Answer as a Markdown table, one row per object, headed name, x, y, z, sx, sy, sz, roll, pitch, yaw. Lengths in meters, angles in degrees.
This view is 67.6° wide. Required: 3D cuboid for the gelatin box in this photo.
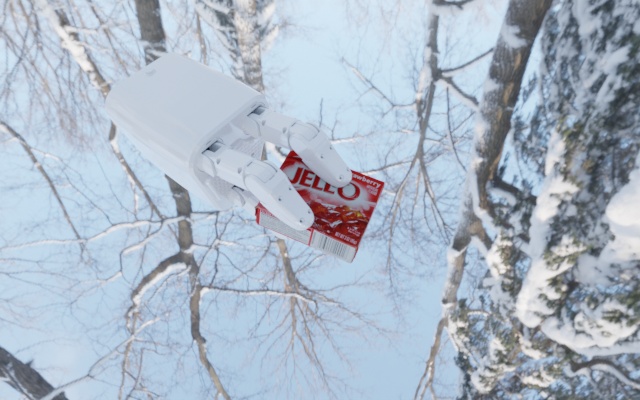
| name | x | y | z | sx | sy | sz | roll | pitch | yaw |
| --- | --- | --- | --- | --- | --- | --- | --- | --- | --- |
| gelatin box | 0.000 | 0.002 | 0.401 | 0.089 | 0.073 | 0.030 | 22 | -36 | 7 |
